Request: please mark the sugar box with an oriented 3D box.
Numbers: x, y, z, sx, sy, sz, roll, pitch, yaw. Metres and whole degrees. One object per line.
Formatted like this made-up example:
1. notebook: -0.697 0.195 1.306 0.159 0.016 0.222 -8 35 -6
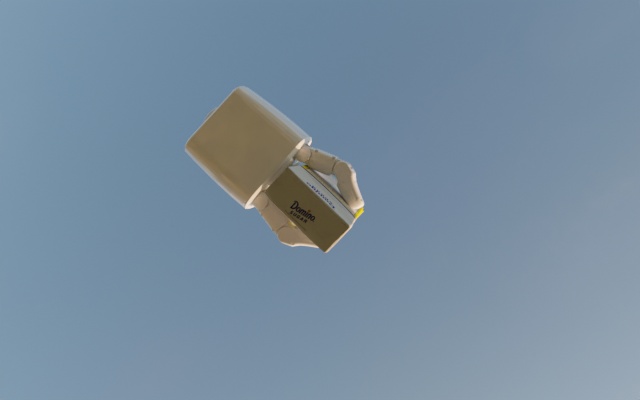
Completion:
1. sugar box: 0.000 0.002 0.573 0.093 0.048 0.176 44 13 4
